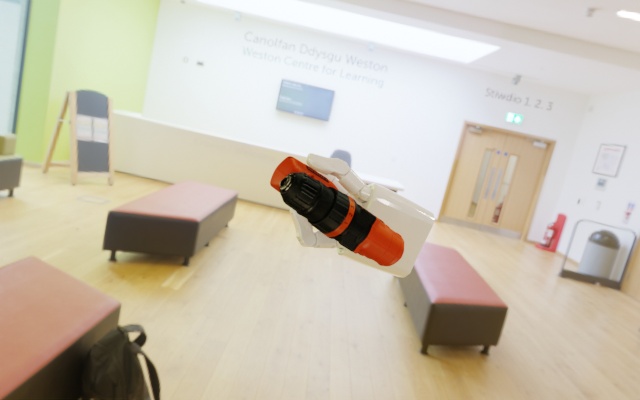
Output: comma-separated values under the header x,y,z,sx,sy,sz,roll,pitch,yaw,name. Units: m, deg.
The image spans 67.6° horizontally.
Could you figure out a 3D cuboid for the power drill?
x,y,z,sx,sy,sz,roll,pitch,yaw,name
0.000,0.002,0.607,0.184,0.057,0.187,35,3,-31,power drill
